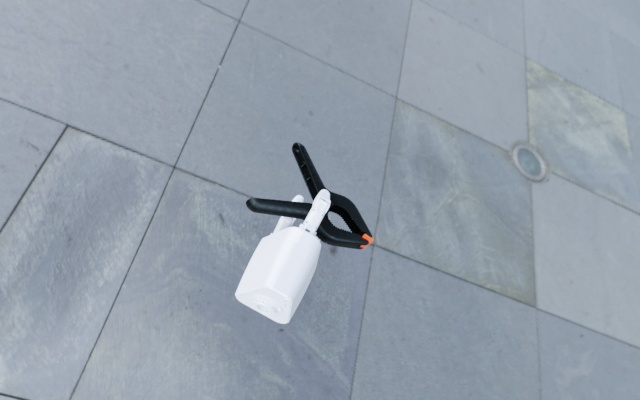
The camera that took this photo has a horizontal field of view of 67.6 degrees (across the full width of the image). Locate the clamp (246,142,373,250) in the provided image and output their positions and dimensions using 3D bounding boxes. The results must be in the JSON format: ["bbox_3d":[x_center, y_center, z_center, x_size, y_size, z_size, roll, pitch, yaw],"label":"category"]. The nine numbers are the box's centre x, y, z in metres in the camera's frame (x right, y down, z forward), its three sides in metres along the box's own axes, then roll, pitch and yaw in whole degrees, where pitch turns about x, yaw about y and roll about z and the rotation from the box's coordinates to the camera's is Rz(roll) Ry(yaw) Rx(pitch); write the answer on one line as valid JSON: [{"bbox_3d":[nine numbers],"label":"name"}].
[{"bbox_3d":[0.001,0.003,0.791,0.210,0.164,0.036,32,-37,-8],"label":"clamp"}]
